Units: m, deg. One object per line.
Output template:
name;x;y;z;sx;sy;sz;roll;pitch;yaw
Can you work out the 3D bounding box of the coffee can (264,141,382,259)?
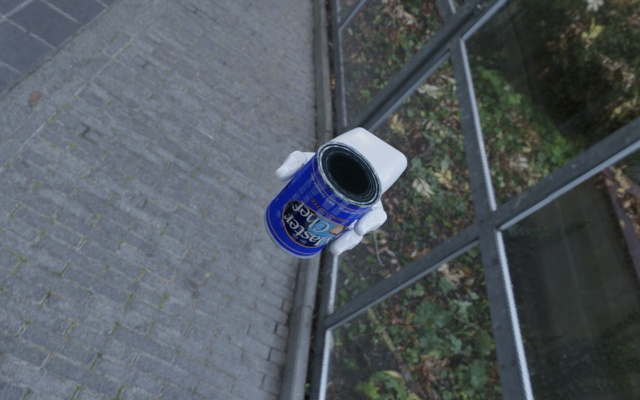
coffee can;0.000;0.002;0.652;0.103;0.102;0.140;0;-32;-40
